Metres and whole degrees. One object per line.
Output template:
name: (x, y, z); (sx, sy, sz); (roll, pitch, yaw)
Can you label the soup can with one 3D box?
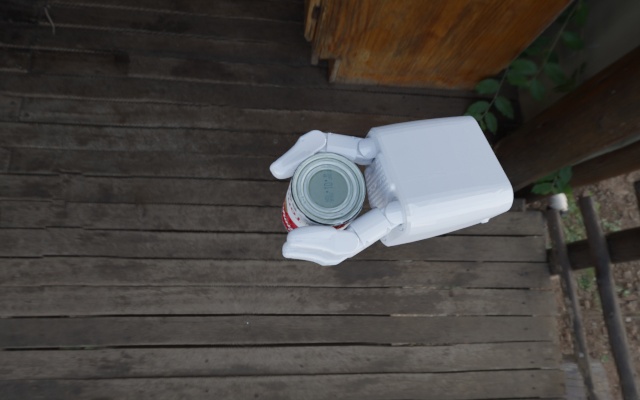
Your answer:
soup can: (0.000, 0.001, 0.458); (0.068, 0.068, 0.102); (0, -14, -9)
